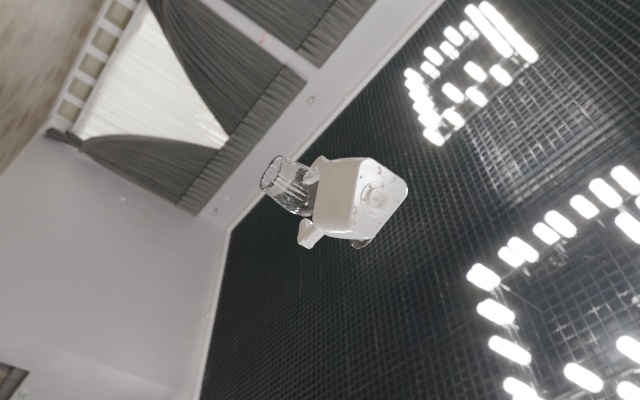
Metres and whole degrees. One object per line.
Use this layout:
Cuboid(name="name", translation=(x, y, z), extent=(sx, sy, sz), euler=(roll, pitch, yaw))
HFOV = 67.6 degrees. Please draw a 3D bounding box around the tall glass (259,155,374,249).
Cuboid(name="tall glass", translation=(0.001, 0.003, 0.782), extent=(0.201, 0.079, 0.079), euler=(31, -14, -24))
